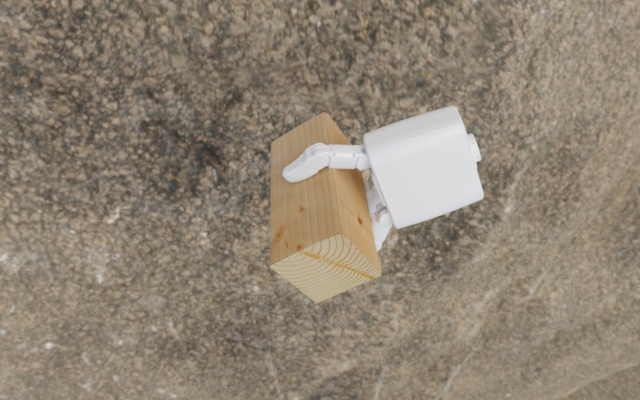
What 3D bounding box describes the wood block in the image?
[{"bbox_3d":[0.000,0.002,0.577,0.090,0.206,0.091,-27,-49,20],"label":"wood block"}]
